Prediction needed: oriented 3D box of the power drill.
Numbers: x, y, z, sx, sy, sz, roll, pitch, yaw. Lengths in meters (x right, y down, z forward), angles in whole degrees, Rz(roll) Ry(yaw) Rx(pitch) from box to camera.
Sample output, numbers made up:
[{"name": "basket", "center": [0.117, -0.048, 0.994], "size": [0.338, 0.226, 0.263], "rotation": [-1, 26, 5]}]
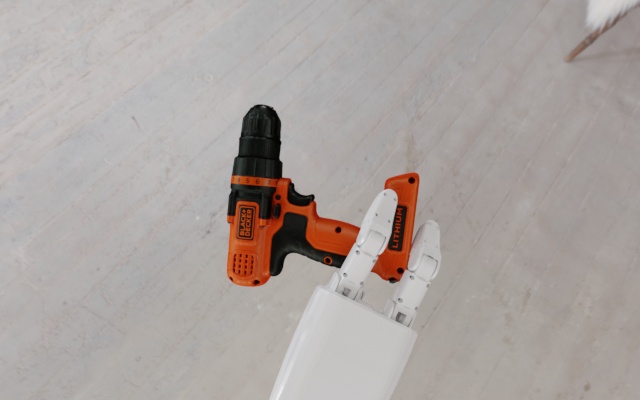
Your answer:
[{"name": "power drill", "center": [0.000, 0.002, 0.474], "size": [0.187, 0.184, 0.057], "rotation": [6, 3, 12]}]
